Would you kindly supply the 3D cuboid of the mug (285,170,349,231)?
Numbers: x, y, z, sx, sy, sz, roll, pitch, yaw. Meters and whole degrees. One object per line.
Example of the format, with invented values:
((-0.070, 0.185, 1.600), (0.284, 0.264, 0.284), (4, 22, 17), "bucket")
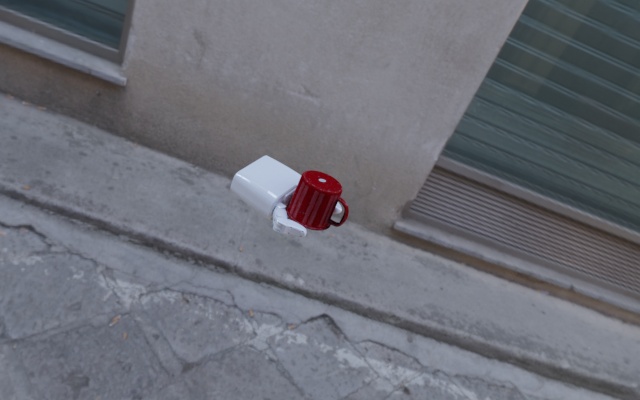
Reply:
((0.001, 0.003, 0.888), (0.117, 0.081, 0.093), (32, 27, 18), "mug")
